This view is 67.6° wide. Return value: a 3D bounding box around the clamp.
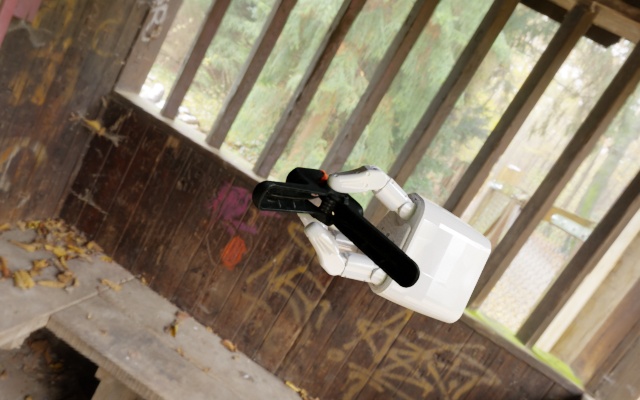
[{"bbox_3d":[0.001,0.001,0.485,0.164,0.036,0.210,29,12,-20],"label":"clamp"}]
